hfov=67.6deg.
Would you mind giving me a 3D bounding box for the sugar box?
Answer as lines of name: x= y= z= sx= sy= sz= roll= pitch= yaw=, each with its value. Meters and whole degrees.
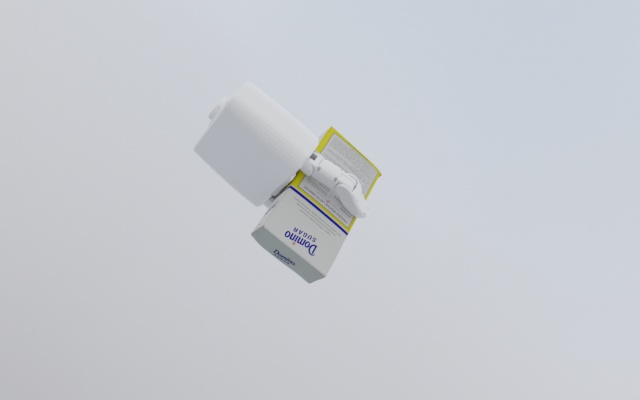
sugar box: x=0.000 y=0.002 z=0.576 sx=0.093 sy=0.176 sz=0.048 roll=41 pitch=-34 yaw=-11
